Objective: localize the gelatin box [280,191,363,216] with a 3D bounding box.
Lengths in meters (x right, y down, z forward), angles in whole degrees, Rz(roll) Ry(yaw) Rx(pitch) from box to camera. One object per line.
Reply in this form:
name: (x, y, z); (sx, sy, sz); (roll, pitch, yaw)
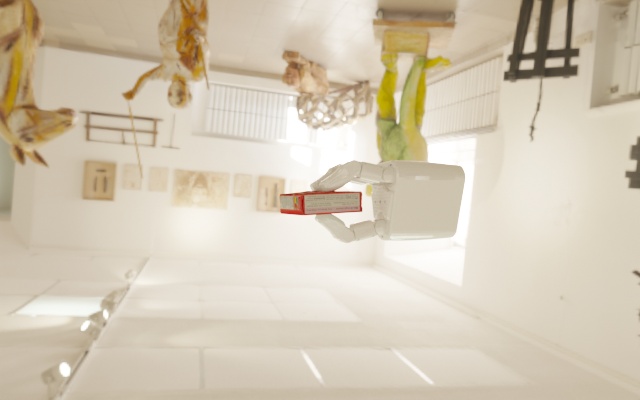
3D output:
gelatin box: (0.000, 0.003, 0.632); (0.089, 0.030, 0.073); (-4, 3, -27)
